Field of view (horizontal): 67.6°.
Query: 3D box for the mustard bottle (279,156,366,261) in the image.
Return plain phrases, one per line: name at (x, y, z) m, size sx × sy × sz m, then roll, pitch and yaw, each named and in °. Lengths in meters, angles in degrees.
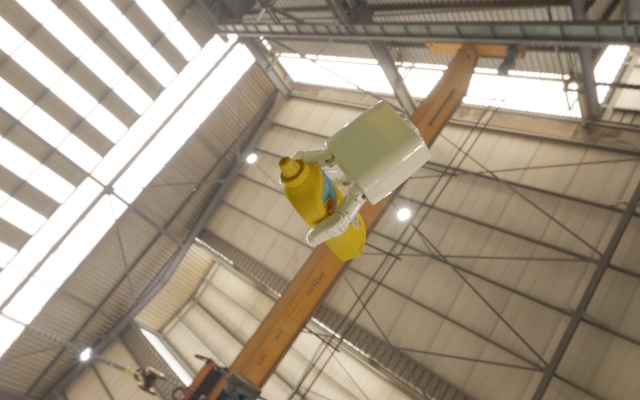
mustard bottle at (0.000, 0.003, 0.691) m, size 0.058 × 0.096 × 0.192 m, roll -21°, pitch -45°, yaw 21°
